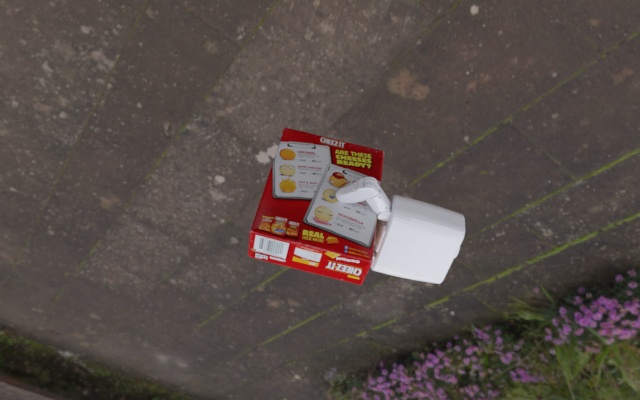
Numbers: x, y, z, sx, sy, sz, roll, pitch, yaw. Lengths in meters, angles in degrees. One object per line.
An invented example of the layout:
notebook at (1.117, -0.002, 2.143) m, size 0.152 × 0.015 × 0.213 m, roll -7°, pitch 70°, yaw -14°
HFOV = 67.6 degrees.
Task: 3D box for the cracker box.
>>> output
cracker box at (0.000, 0.002, 0.698) m, size 0.164 × 0.213 × 0.072 m, roll 14°, pitch -42°, yaw -2°
